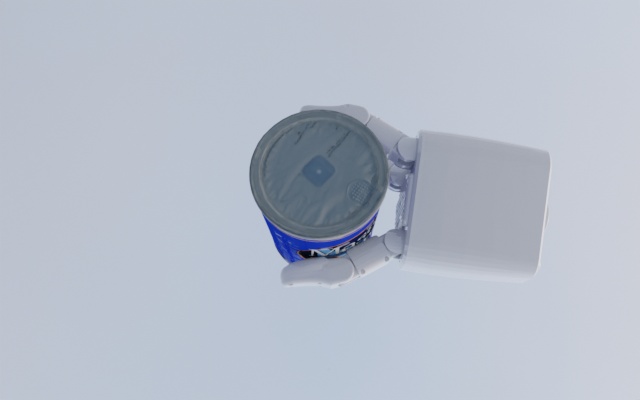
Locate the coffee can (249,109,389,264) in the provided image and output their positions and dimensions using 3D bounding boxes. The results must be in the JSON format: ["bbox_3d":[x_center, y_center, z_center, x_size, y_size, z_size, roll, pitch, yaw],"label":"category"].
[{"bbox_3d":[0.000,0.001,0.413,0.103,0.102,0.140,0,-19,1],"label":"coffee can"}]
